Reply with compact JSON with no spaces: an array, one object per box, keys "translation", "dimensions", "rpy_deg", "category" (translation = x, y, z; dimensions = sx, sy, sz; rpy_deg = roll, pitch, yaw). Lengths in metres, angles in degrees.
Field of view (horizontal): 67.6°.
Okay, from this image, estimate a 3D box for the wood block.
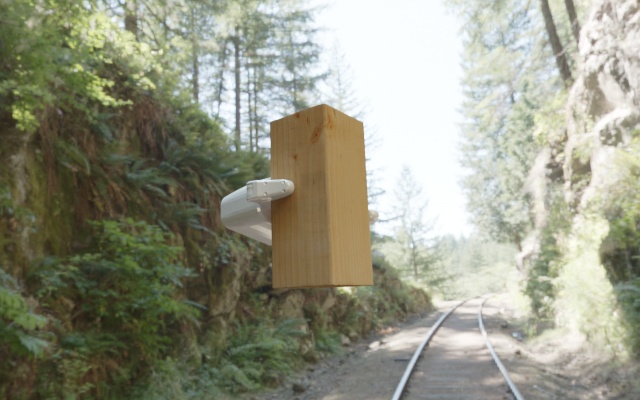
[{"translation":[0.000,0.002,0.583],"dimensions":[0.090,0.206,0.091],"rpy_deg":[-11,-14,36],"category":"wood block"}]
